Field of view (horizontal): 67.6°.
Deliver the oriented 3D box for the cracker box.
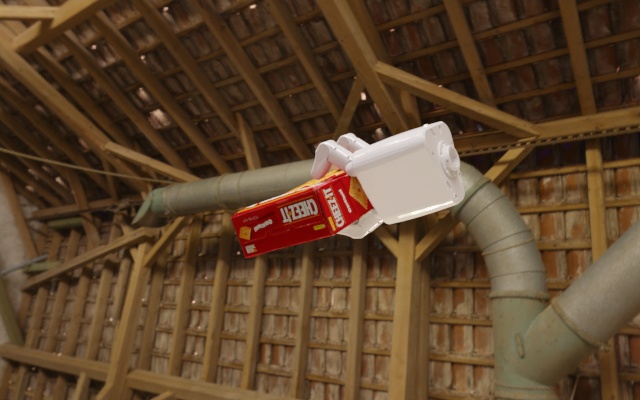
[{"bbox_3d":[0.000,0.002,0.705,0.164,0.072,0.213,-18,5,37],"label":"cracker box"}]
